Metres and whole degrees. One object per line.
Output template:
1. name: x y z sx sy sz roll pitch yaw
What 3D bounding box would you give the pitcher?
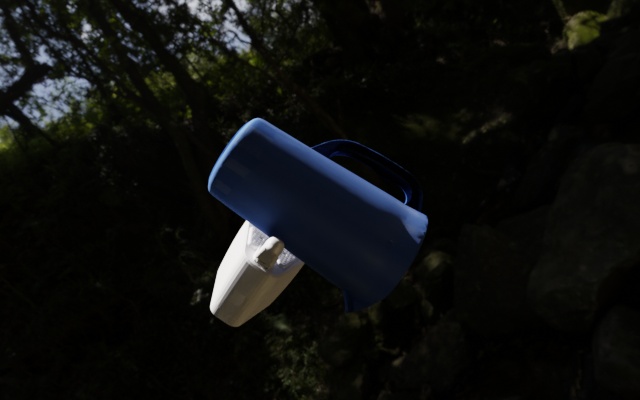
1. pitcher: 0.000 0.002 0.573 0.243 0.145 0.149 34 27 -3
